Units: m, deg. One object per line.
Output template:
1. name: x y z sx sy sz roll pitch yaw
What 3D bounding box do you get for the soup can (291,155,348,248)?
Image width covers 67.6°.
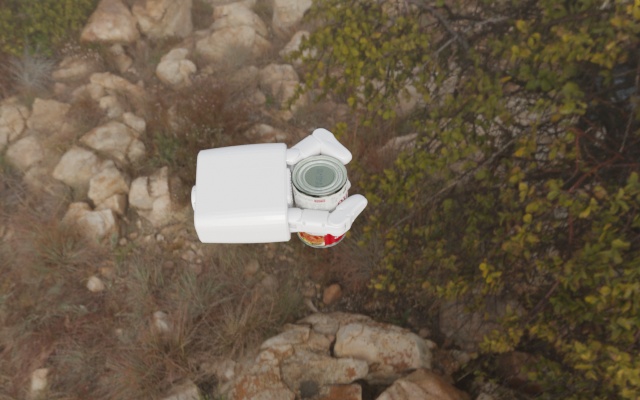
1. soup can: 0.001 0.002 0.592 0.068 0.068 0.102 0 -40 2
